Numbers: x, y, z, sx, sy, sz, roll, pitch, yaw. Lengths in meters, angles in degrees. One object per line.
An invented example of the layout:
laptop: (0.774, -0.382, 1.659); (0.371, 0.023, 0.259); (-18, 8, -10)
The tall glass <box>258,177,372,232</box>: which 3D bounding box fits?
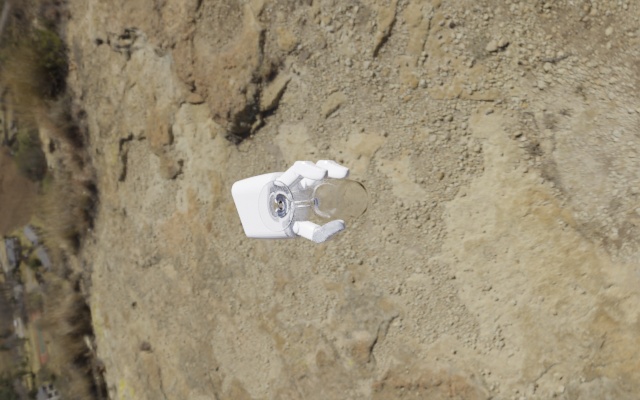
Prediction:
tall glass: (0.000, 0.003, 0.757); (0.079, 0.079, 0.201); (0, 3, 41)
